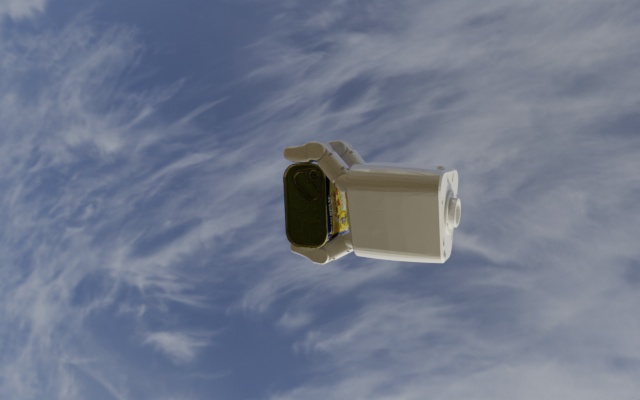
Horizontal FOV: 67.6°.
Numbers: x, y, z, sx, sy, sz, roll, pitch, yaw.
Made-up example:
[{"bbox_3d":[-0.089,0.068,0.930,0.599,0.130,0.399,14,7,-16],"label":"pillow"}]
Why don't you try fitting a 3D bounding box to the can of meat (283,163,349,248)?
[{"bbox_3d":[0.000,0.002,0.604,0.057,0.102,0.084,1,7,28],"label":"can of meat"}]
